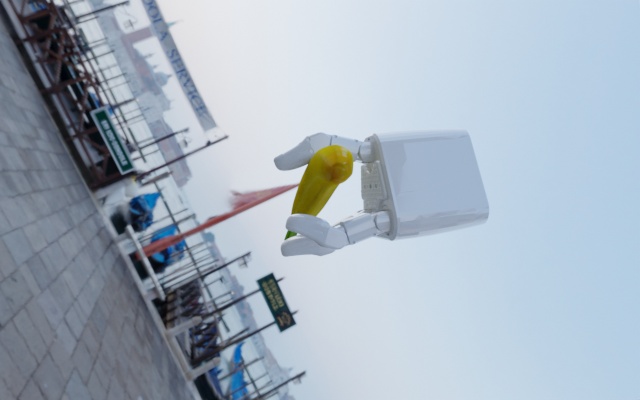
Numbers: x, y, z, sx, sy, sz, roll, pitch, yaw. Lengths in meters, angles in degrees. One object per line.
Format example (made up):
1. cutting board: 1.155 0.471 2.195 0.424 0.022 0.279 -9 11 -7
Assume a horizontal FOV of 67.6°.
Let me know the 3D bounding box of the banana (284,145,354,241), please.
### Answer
1. banana: 0.001 -0.014 0.476 0.037 0.069 0.198 12 -24 -9
